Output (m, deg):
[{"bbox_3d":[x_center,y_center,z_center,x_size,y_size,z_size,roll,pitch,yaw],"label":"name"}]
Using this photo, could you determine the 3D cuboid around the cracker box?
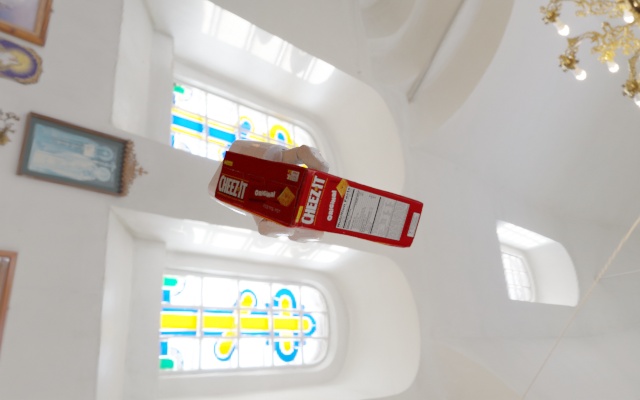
[{"bbox_3d":[0.000,0.002,0.611,0.214,0.072,0.164,13,1,-43],"label":"cracker box"}]
